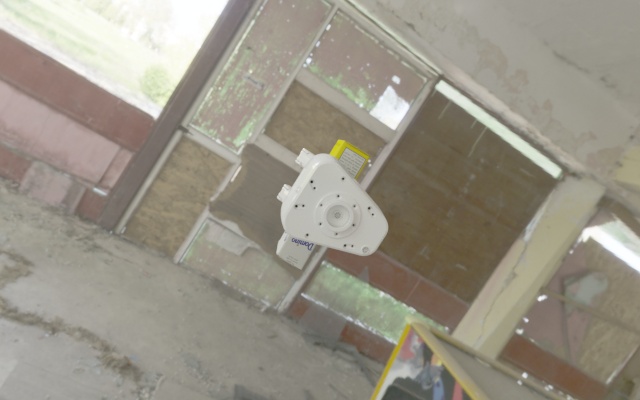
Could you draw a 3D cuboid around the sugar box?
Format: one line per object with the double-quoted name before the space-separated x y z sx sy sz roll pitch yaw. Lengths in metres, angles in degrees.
"sugar box" 0.000 0.002 0.658 0.048 0.176 0.093 33 5 -6
